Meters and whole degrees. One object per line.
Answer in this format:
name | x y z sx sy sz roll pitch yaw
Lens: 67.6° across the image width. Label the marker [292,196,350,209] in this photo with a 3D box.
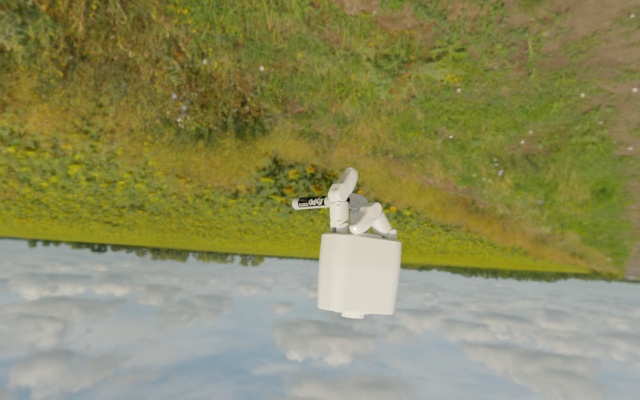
marker | 0.000 0.002 0.727 0.020 0.020 0.121 0 -3 -41
